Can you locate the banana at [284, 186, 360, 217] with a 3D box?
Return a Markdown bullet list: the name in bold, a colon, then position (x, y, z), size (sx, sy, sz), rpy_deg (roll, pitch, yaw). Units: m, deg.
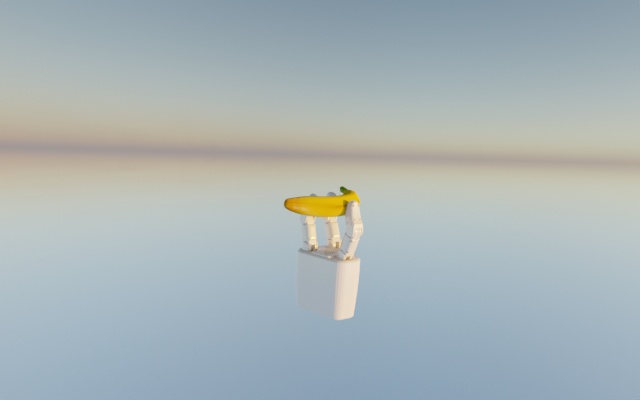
- **banana**: position (0.018, 0.006, 0.815), size (0.069, 0.037, 0.198), rpy_deg (13, 12, 29)
